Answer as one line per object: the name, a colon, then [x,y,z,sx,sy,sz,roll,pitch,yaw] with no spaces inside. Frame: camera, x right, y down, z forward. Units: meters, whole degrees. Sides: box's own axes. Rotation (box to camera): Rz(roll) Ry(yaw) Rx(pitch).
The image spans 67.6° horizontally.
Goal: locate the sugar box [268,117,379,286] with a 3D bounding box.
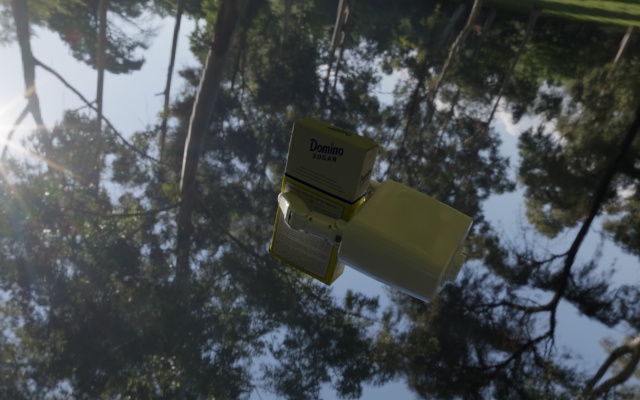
sugar box: [0.000,0.002,0.556,0.093,0.176,0.048,25,26,20]
